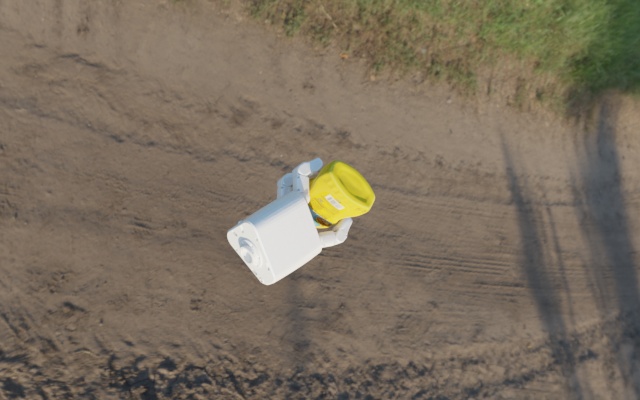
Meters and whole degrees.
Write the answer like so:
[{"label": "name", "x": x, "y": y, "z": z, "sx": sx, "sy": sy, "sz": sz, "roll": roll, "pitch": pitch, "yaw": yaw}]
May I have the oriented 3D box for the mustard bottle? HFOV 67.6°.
[{"label": "mustard bottle", "x": 0.000, "y": 0.002, "z": 0.822, "sx": 0.096, "sy": 0.058, "sz": 0.192, "roll": 41, "pitch": -35, "yaw": -16}]
